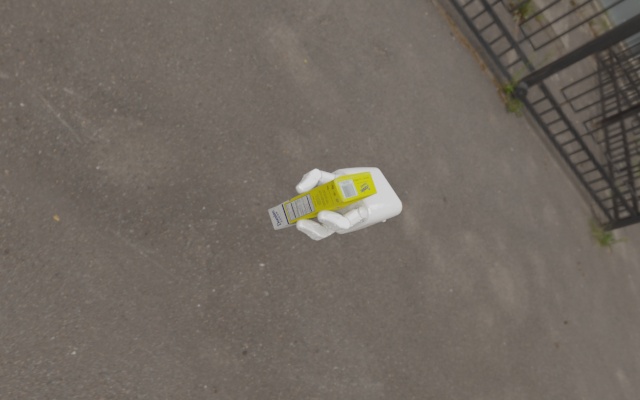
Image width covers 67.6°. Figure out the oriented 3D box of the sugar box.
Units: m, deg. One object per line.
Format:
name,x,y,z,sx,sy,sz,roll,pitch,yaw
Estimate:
sugar box,0.000,0.003,0.819,0.093,0.048,0.176,-13,-10,-46
